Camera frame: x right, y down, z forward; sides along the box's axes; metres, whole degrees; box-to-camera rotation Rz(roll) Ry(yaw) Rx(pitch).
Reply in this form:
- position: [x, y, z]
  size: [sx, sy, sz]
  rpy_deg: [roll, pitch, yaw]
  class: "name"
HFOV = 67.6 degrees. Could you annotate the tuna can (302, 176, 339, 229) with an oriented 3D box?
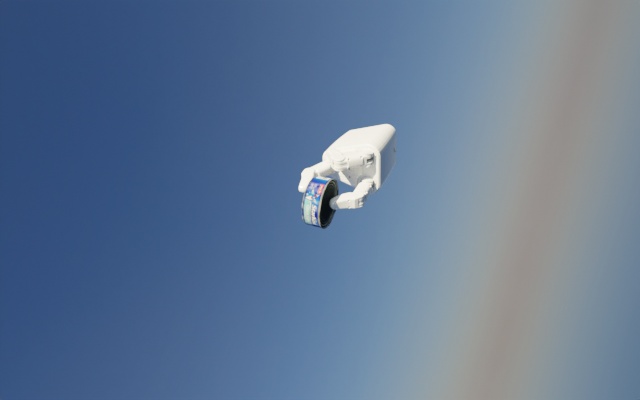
- position: [0.000, 0.003, 0.804]
  size: [0.034, 0.086, 0.086]
  rpy_deg: [12, 4, 19]
  class: "tuna can"
